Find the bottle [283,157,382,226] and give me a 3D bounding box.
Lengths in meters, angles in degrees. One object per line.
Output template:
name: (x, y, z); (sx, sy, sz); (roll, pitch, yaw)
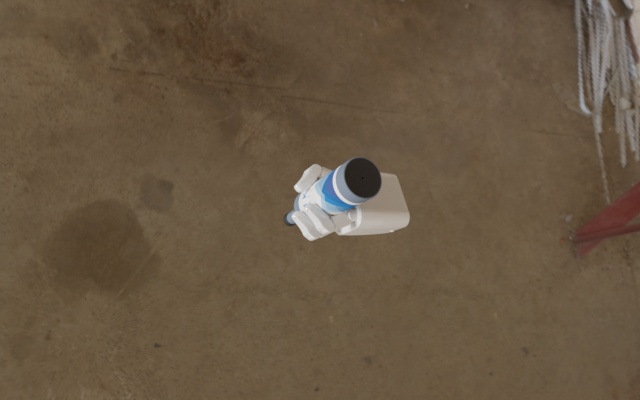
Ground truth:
bottle: (0.000, 0.003, 0.831); (0.069, 0.069, 0.296); (0, -14, -26)
